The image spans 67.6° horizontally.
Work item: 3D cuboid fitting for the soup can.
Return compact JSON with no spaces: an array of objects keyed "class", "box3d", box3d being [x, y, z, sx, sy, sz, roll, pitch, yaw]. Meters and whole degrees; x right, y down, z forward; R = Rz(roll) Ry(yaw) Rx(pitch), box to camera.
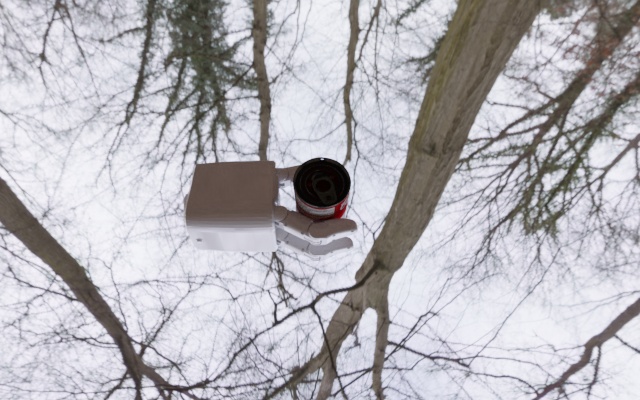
[{"class":"soup can","box3d":[0.001,0.002,0.598,0.068,0.068,0.102,0,-28,-2]}]
